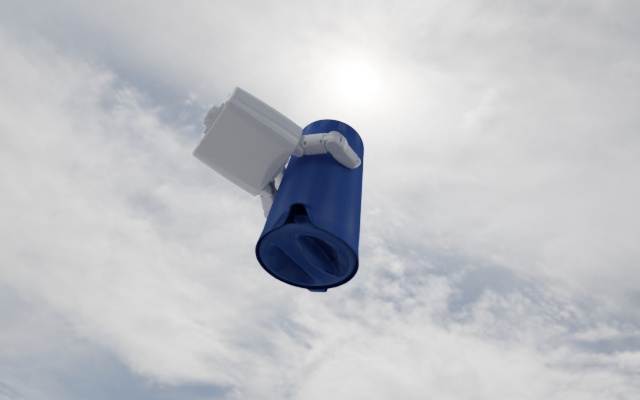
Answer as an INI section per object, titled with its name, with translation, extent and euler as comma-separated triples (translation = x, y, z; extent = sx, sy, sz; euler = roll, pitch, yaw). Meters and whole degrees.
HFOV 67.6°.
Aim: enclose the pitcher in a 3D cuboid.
[pitcher]
translation = 0.000, 0.002, 0.688
extent = 0.145, 0.242, 0.149
euler = 31, -47, -19
